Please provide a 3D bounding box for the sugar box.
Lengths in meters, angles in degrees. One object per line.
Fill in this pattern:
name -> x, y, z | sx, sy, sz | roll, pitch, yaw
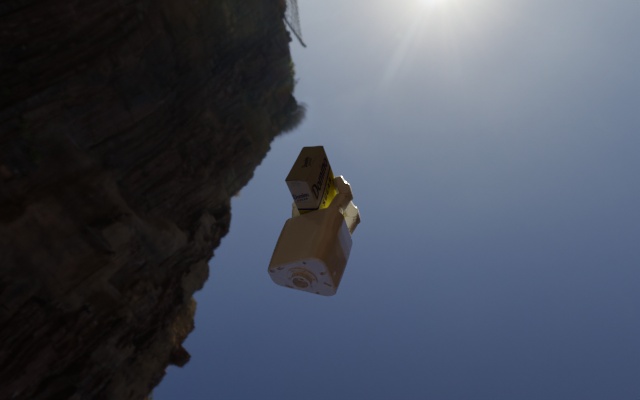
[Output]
sugar box -> 0.001, 0.003, 0.825 | 0.048, 0.176, 0.093 | 1, 43, 23
